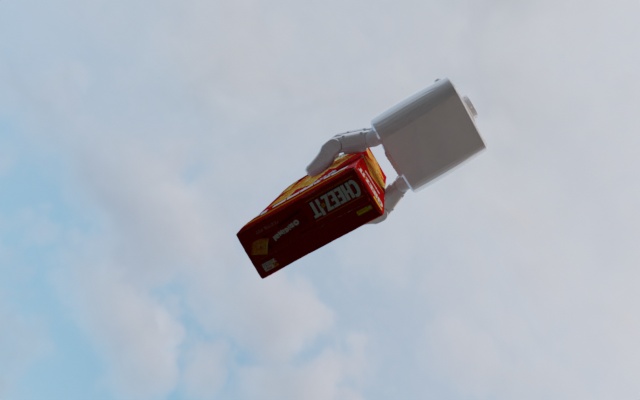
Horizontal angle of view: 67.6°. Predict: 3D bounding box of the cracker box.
[{"bbox_3d":[0.000,0.002,0.631,0.164,0.072,0.213,-30,7,15],"label":"cracker box"}]
